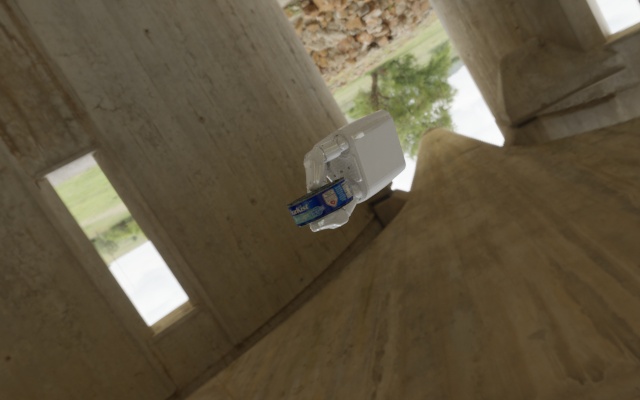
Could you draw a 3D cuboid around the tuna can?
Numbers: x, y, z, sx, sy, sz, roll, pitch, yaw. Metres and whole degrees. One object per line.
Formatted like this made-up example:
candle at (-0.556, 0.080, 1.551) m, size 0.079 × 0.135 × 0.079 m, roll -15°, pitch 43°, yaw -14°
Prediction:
tuna can at (0.000, 0.003, 0.639) m, size 0.086 × 0.034 × 0.086 m, roll -27°, pitch 4°, yaw 2°
